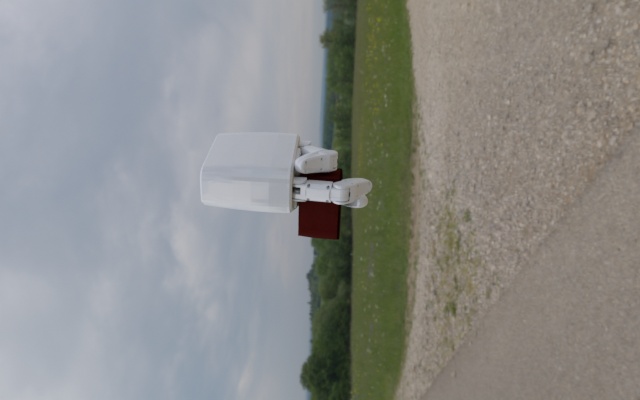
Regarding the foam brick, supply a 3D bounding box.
[{"bbox_3d":[0.000,0.002,0.592,0.051,0.078,0.053,3,19,1],"label":"foam brick"}]
